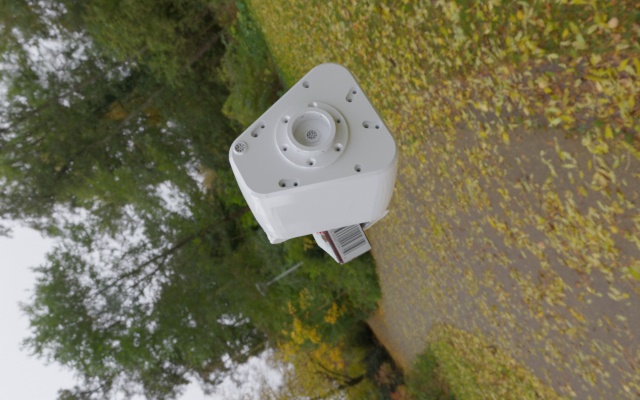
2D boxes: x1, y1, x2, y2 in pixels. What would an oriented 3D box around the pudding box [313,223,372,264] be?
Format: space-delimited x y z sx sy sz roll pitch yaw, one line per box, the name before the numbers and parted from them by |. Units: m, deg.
pudding box | 0.000 0.002 0.485 0.039 0.113 0.090 -28 12 -9
